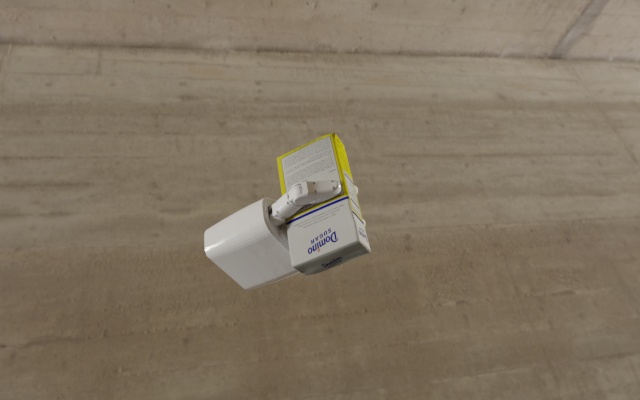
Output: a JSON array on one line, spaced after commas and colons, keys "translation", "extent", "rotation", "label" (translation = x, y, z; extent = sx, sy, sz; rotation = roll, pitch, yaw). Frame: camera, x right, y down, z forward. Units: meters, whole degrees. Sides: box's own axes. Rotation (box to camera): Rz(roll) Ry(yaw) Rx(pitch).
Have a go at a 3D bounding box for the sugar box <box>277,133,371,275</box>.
[{"translation": [0.000, 0.002, 0.624], "extent": [0.093, 0.176, 0.048], "rotation": [-23, -35, 18], "label": "sugar box"}]
